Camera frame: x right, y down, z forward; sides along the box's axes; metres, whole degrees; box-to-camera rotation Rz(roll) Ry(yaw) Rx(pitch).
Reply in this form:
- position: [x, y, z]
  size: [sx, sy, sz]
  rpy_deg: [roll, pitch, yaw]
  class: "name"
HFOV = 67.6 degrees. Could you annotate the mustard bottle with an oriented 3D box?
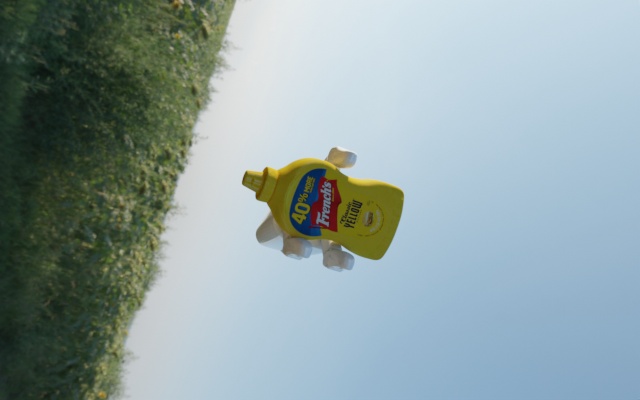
- position: [0.000, 0.002, 0.566]
  size: [0.191, 0.096, 0.058]
  rpy_deg: [18, 5, -19]
  class: "mustard bottle"
